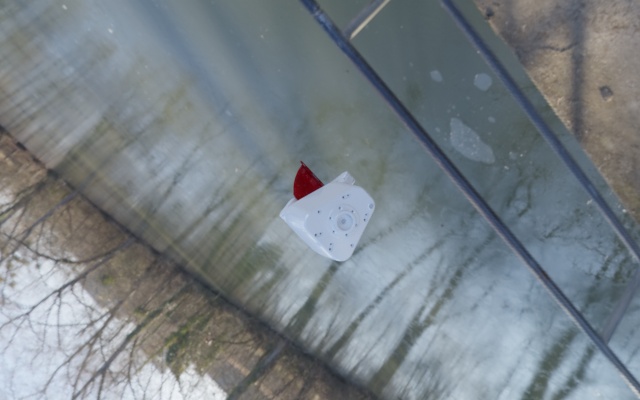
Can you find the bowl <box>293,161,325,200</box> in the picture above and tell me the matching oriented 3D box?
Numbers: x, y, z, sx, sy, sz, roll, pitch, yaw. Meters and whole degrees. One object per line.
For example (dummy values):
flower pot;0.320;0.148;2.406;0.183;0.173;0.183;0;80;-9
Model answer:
bowl;0.000;0.003;0.884;0.055;0.162;0.162;-43;-2;2
